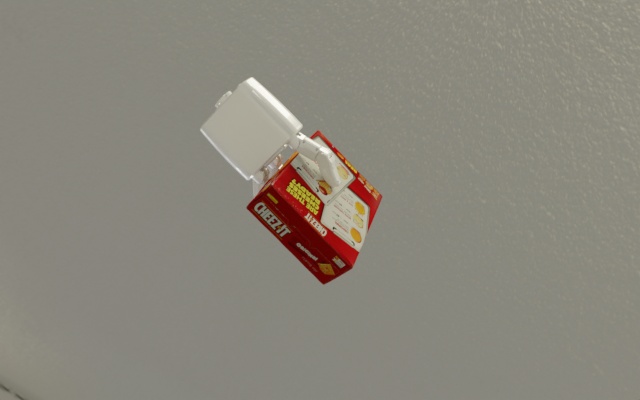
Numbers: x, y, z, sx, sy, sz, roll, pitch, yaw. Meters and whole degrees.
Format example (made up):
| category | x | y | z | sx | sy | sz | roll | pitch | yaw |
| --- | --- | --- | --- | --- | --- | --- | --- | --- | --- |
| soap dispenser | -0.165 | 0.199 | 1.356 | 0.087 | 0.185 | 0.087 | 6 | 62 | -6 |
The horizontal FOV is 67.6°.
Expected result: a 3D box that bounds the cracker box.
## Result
| category | x | y | z | sx | sy | sz | roll | pitch | yaw |
| --- | --- | --- | --- | --- | --- | --- | --- | --- | --- |
| cracker box | 0.000 | 0.002 | 0.748 | 0.072 | 0.164 | 0.213 | -39 | 10 | 33 |
